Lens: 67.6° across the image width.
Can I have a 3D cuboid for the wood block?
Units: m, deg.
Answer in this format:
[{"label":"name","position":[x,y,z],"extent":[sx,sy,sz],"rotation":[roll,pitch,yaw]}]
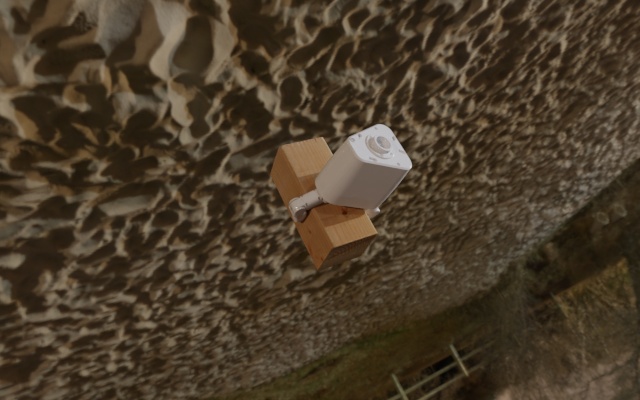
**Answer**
[{"label":"wood block","position":[0.000,0.003,0.828],"extent":[0.091,0.206,0.090],"rotation":[-15,-26,-27]}]
